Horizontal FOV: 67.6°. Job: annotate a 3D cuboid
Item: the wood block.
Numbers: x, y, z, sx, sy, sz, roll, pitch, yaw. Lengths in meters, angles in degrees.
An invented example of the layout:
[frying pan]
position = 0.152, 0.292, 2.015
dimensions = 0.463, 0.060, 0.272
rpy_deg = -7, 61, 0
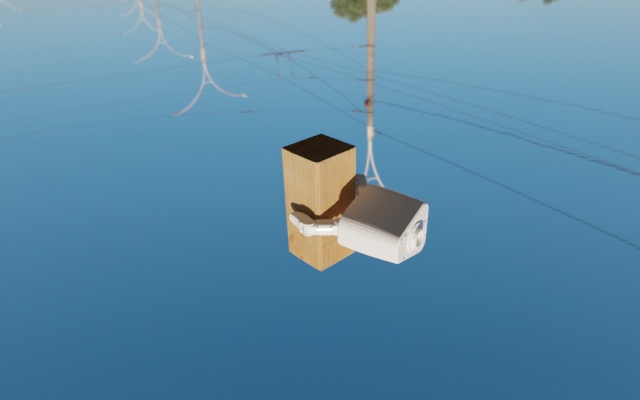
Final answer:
[wood block]
position = 0.000, 0.003, 0.822
dimensions = 0.091, 0.206, 0.090
rpy_deg = -25, 37, -35
